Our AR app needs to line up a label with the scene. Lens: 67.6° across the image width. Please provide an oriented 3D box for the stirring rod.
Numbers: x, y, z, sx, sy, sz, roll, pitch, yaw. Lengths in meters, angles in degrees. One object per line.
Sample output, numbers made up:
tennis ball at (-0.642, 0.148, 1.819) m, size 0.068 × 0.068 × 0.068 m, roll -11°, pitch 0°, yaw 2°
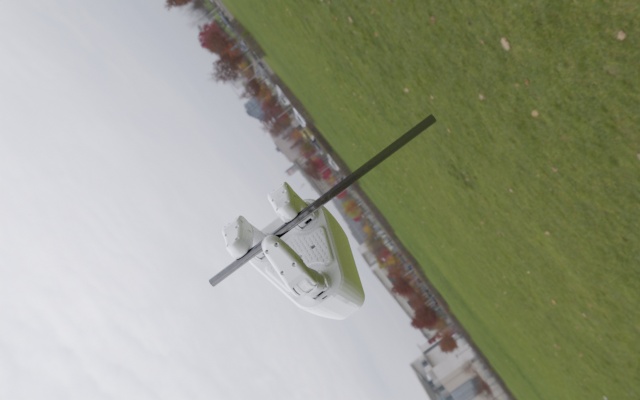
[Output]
stirring rod at (0.000, 0.001, 0.414) m, size 0.239 × 0.011 × 0.011 m, roll -37°, pitch -3°, yaw 4°
